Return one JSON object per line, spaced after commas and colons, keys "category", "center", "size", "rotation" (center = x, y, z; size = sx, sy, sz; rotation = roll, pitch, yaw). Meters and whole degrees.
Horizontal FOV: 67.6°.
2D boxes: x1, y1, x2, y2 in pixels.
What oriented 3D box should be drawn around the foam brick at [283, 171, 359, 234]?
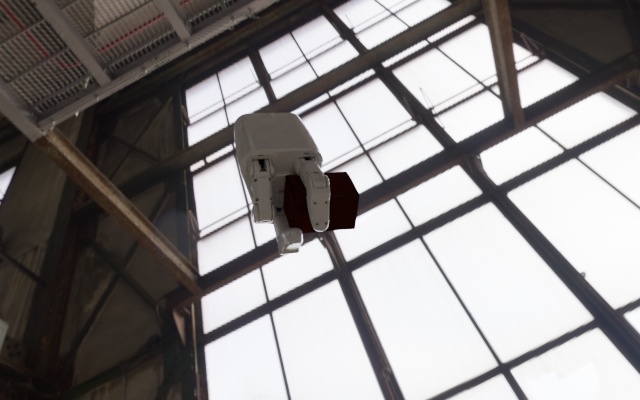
{"category": "foam brick", "center": [0.000, 0.002, 0.563], "size": [0.078, 0.053, 0.051], "rotation": [-4, 36, -15]}
